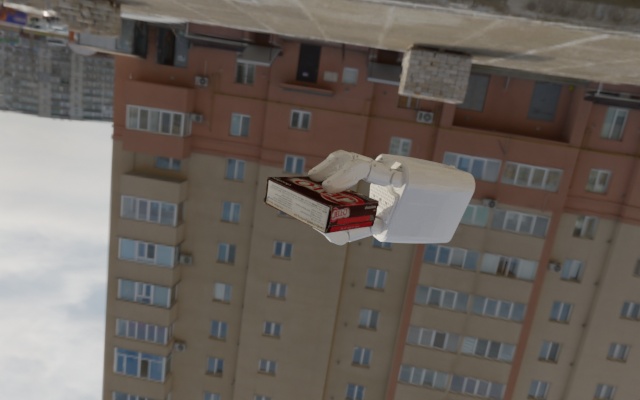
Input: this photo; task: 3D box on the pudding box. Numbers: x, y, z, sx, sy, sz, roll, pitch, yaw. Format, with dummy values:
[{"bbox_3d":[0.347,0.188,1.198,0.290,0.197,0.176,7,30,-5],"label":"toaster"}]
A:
[{"bbox_3d":[0.000,0.002,0.586,0.113,0.039,0.090,21,16,39],"label":"pudding box"}]
